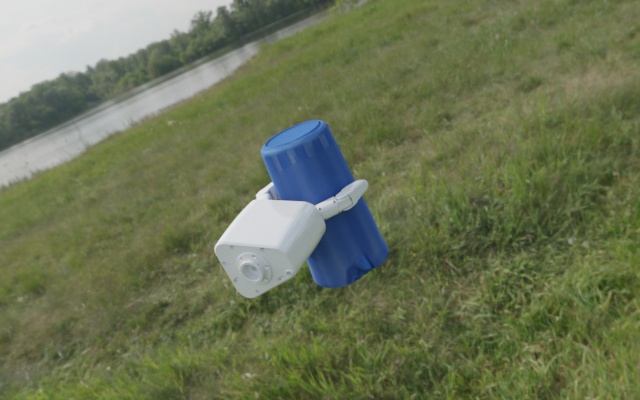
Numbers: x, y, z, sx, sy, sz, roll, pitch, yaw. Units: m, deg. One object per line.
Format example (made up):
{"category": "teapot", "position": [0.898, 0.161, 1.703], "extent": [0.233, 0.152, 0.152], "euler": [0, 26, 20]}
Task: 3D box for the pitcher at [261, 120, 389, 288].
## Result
{"category": "pitcher", "position": [0.000, 0.003, 0.752], "extent": [0.149, 0.243, 0.145], "euler": [-12, 25, 29]}
